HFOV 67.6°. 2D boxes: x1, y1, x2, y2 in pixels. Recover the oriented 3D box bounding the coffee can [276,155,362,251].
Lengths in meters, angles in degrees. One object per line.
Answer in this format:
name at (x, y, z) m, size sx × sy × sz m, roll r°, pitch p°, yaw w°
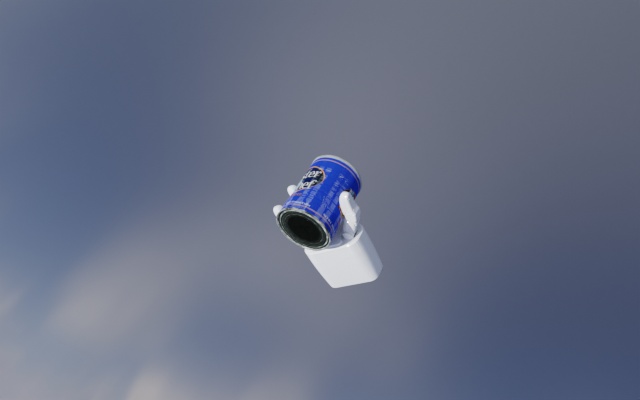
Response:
coffee can at (0.000, 0.003, 0.841) m, size 0.103 × 0.103 × 0.140 m, roll 0°, pitch 43°, yaw 36°
